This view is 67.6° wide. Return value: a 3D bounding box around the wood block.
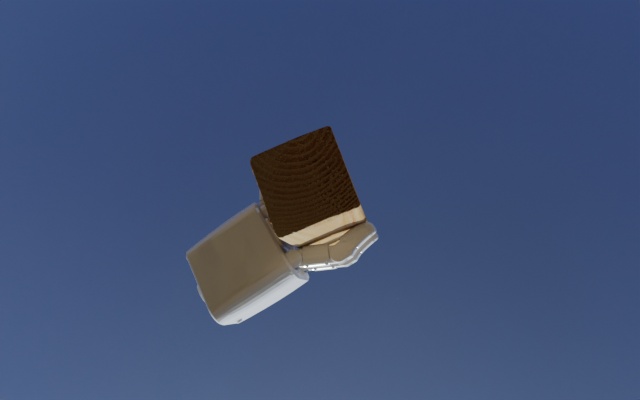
[{"bbox_3d":[0.000,0.002,0.562,0.090,0.090,0.206,-22,-14,4],"label":"wood block"}]
